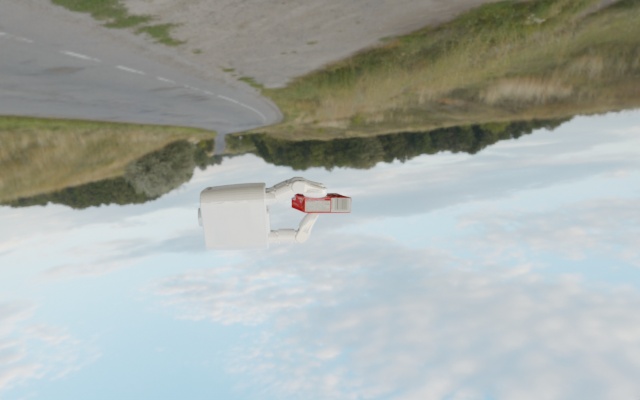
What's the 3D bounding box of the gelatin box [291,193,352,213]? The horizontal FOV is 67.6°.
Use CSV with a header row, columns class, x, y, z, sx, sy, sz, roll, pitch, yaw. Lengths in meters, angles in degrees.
class,x,y,z,sx,sy,sz,roll,pitch,yaw
gelatin box,0.000,0.003,0.836,0.089,0.030,0.073,1,6,-19
